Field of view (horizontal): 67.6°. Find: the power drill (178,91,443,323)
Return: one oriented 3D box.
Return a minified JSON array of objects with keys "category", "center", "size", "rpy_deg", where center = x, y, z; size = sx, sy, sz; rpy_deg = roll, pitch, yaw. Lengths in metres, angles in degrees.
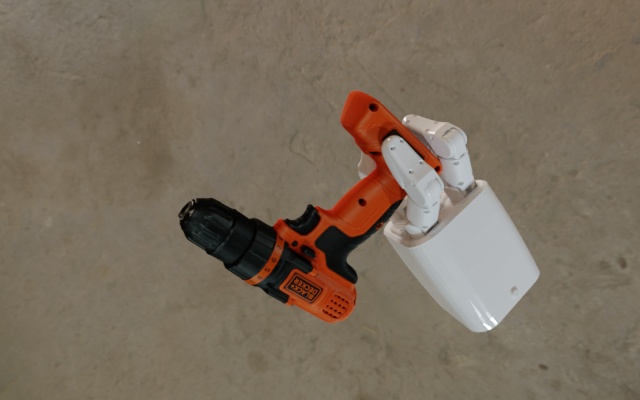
[{"category":"power drill","center":[0.001,0.001,0.413],"size":[0.184,0.187,0.057],"rpy_deg":[36,6,-30]}]
